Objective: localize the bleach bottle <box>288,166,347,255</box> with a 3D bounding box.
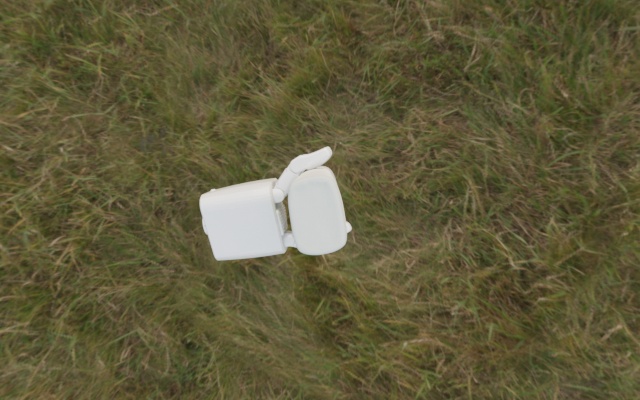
[{"bbox_3d":[0.000,0.002,0.706,0.068,0.102,0.251,-9,6,3],"label":"bleach bottle"}]
